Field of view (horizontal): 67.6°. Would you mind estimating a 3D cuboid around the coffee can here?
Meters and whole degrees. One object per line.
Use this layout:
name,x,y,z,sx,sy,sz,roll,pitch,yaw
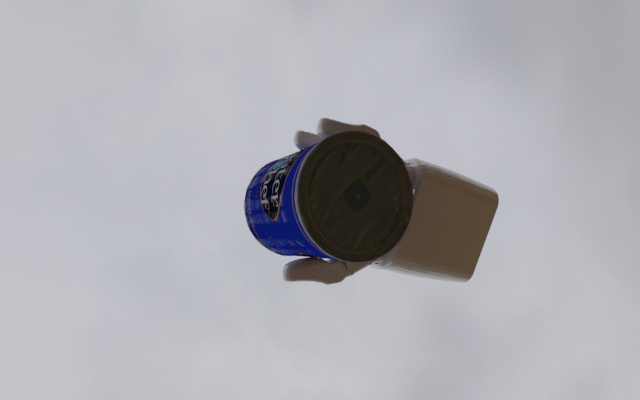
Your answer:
coffee can,0.000,0.001,0.430,0.103,0.103,0.140,0,-4,-25
